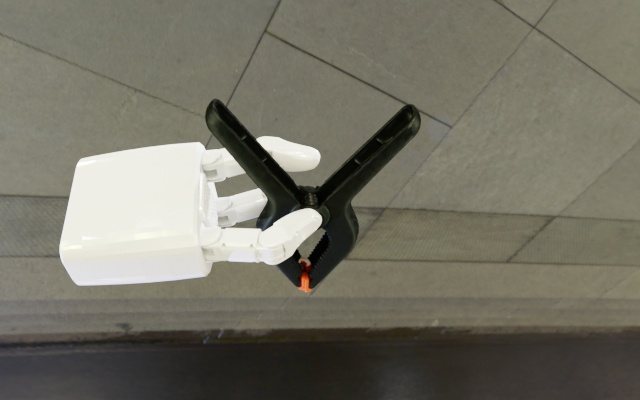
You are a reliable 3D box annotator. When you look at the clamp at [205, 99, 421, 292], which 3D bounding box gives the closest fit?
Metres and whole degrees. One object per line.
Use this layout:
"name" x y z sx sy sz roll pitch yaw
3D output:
"clamp" 0.000 0.002 0.420 0.164 0.210 0.036 -4 40 0
